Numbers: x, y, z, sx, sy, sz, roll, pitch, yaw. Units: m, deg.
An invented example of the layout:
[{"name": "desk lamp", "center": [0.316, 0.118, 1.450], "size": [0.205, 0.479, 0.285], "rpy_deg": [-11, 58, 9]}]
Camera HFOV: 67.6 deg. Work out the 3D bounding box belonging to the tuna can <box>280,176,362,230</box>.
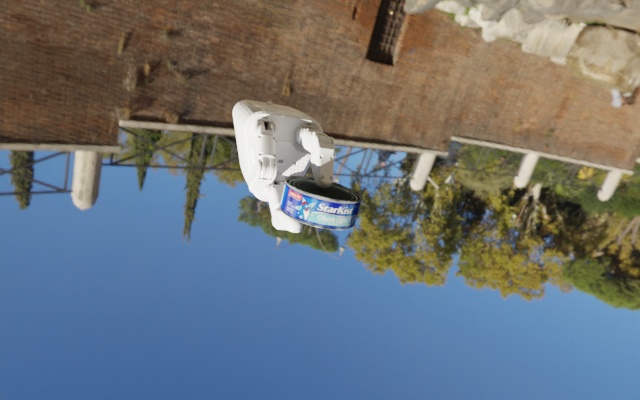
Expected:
[{"name": "tuna can", "center": [0.000, 0.002, 0.519], "size": [0.086, 0.034, 0.086], "rpy_deg": [13, 14, -3]}]
